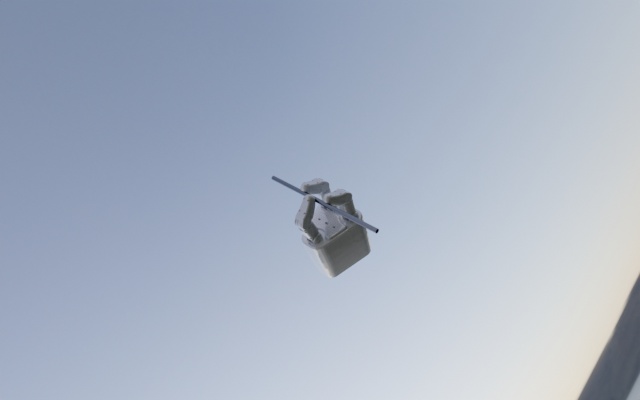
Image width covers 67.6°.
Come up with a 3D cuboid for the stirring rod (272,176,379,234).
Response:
[{"bbox_3d":[0.000,0.003,0.795,0.239,0.011,0.011,27,17,36],"label":"stirring rod"}]
